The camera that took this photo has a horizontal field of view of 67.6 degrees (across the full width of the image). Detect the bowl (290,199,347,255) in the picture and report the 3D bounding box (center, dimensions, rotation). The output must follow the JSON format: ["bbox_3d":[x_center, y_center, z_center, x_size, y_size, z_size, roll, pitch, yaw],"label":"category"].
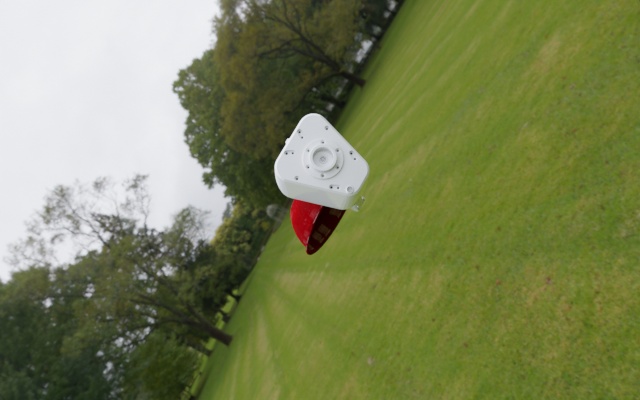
[{"bbox_3d":[0.000,0.003,0.750,0.055,0.162,0.162,28,8,15],"label":"bowl"}]
